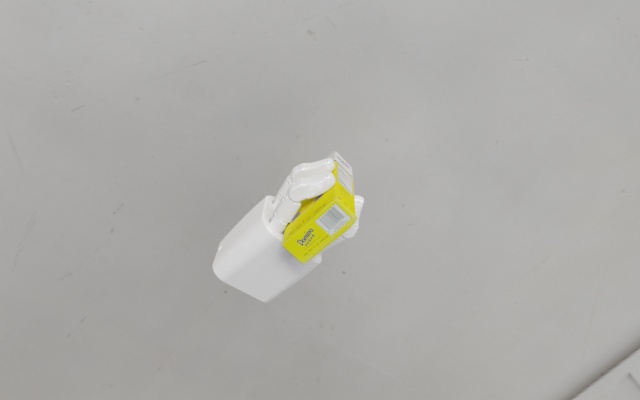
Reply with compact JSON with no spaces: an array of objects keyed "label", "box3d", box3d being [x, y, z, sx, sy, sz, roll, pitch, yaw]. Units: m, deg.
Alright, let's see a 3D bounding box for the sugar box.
[{"label":"sugar box","box3d":[0.000,0.002,0.646,0.093,0.048,0.176,-40,20,17]}]
